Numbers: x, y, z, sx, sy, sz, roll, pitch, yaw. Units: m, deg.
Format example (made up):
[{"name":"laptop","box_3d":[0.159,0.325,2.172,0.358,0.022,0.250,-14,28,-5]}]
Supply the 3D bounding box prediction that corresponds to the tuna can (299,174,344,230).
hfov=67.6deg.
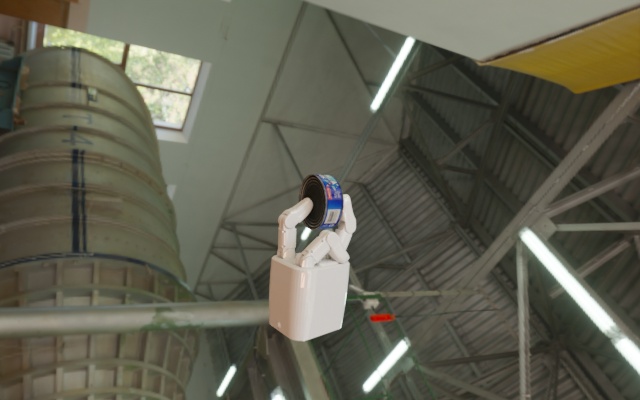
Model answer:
[{"name":"tuna can","box_3d":[0.001,0.002,0.741,0.034,0.086,0.086,-1,0,-30]}]
